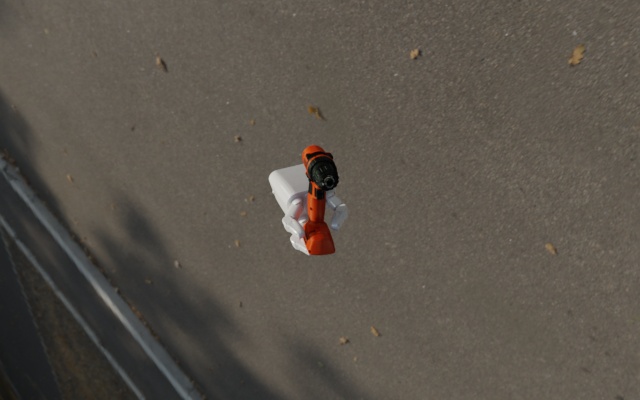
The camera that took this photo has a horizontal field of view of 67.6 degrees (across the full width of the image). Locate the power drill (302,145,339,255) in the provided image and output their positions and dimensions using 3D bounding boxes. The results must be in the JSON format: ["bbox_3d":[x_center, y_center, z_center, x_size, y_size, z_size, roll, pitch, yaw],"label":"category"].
[{"bbox_3d":[0.000,0.003,0.887,0.057,0.188,0.184,-1,20,-8],"label":"power drill"}]
